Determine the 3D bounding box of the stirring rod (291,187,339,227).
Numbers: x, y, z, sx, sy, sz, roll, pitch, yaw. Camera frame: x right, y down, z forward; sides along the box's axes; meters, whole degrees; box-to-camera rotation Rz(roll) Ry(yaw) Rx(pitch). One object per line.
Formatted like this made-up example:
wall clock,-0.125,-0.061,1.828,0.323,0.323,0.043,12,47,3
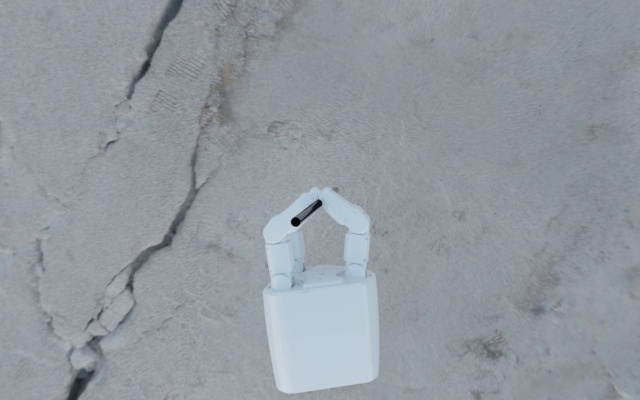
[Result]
stirring rod,0.000,0.002,0.489,0.011,0.011,0.239,0,7,9
